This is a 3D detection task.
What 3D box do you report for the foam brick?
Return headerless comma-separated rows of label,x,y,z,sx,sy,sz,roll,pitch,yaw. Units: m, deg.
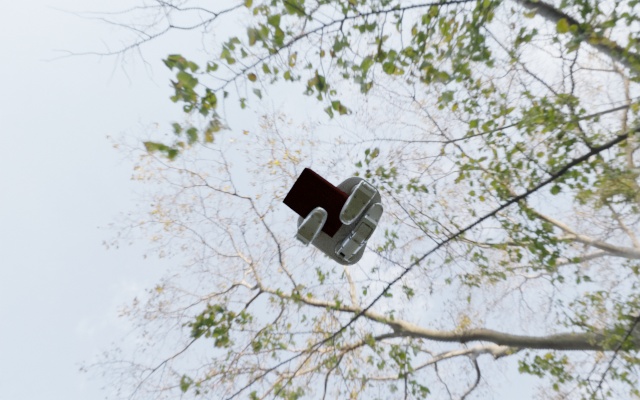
foam brick,0.000,0.002,0.594,0.078,0.053,0.051,36,6,2
